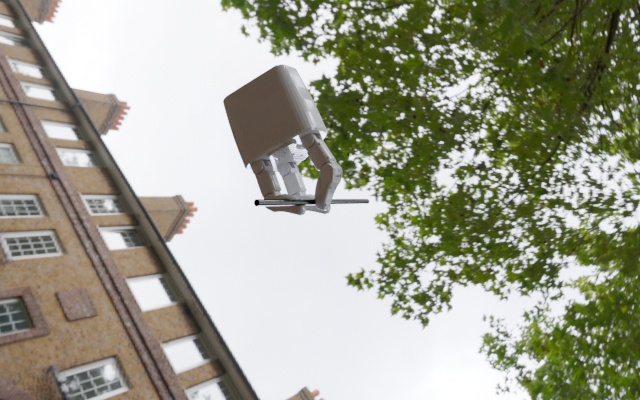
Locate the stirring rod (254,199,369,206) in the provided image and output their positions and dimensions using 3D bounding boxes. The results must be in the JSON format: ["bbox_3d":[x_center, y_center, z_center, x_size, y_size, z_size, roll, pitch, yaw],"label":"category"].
[{"bbox_3d":[0.000,0.002,0.619,0.011,0.011,0.239,0,0,36],"label":"stirring rod"}]
